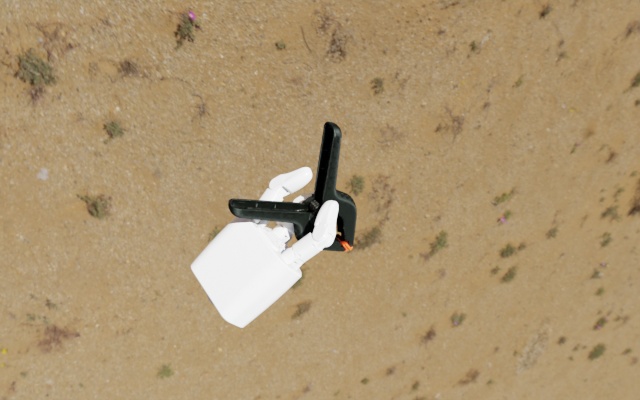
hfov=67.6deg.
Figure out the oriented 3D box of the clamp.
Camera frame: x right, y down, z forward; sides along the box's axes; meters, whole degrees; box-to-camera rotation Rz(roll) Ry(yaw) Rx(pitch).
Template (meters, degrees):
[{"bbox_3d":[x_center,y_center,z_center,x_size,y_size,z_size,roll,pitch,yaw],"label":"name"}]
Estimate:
[{"bbox_3d":[0.001,0.003,0.634,0.210,0.164,0.036,43,6,-46],"label":"clamp"}]
